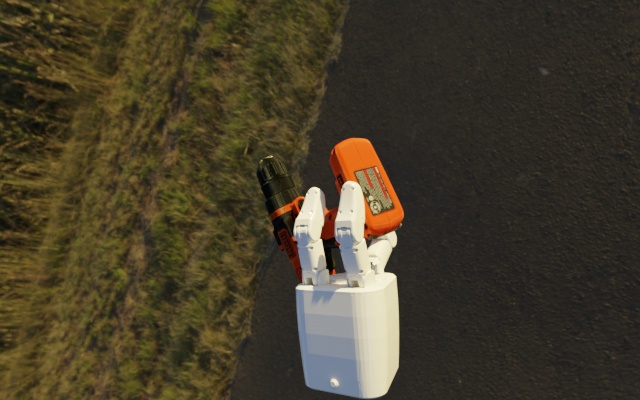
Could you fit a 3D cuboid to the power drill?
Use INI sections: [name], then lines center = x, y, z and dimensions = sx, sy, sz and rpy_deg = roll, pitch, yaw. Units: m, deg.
[power drill]
center = 0.000, 0.002, 0.563
dimensions = 0.057, 0.184, 0.188
rpy_deg = -20, -10, -36
